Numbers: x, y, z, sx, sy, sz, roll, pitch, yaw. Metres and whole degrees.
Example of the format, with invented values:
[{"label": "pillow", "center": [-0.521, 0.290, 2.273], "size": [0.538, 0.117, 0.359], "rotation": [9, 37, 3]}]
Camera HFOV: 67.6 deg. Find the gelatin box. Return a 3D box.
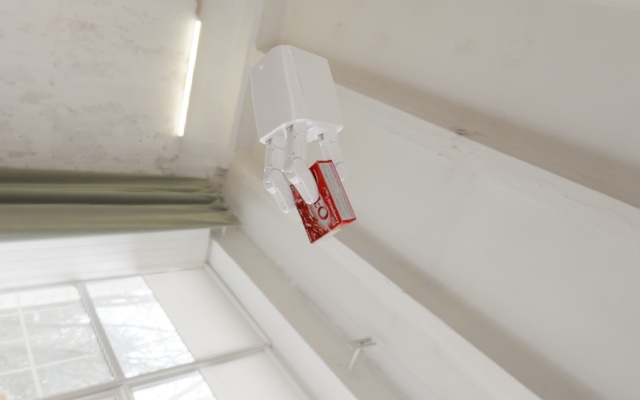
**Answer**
[{"label": "gelatin box", "center": [0.001, 0.002, 0.625], "size": [0.030, 0.089, 0.073], "rotation": [-10, -19, -41]}]
